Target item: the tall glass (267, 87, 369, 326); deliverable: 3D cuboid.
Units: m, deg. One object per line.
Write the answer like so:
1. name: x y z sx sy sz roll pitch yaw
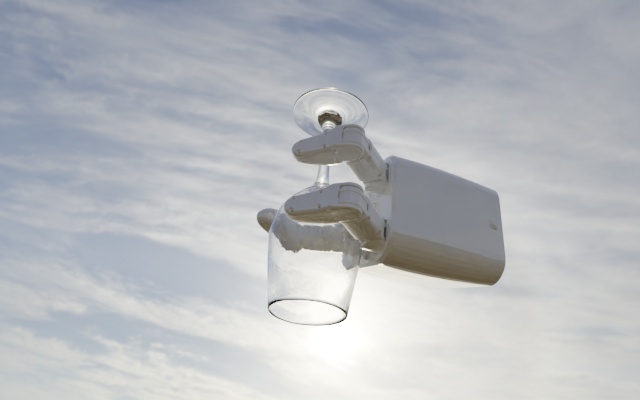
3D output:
1. tall glass: 0.000 0.001 0.413 0.079 0.201 0.079 5 -31 3
